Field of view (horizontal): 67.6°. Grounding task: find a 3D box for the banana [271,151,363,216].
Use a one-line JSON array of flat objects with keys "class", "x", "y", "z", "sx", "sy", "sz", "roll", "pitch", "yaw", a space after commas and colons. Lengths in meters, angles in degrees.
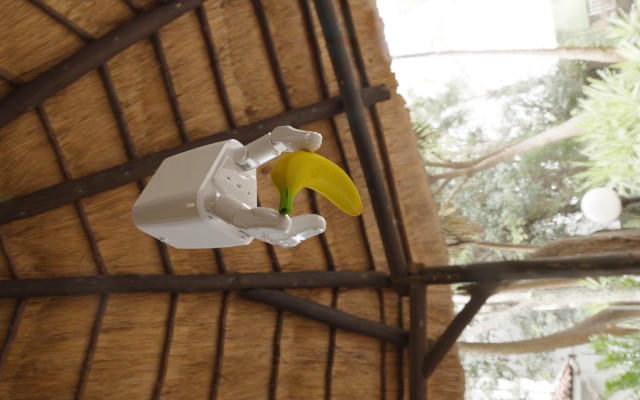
[{"class": "banana", "x": -0.003, "y": -0.017, "z": 0.517, "sx": 0.037, "sy": 0.069, "sz": 0.198, "roll": -8, "pitch": -5, "yaw": 26}]
